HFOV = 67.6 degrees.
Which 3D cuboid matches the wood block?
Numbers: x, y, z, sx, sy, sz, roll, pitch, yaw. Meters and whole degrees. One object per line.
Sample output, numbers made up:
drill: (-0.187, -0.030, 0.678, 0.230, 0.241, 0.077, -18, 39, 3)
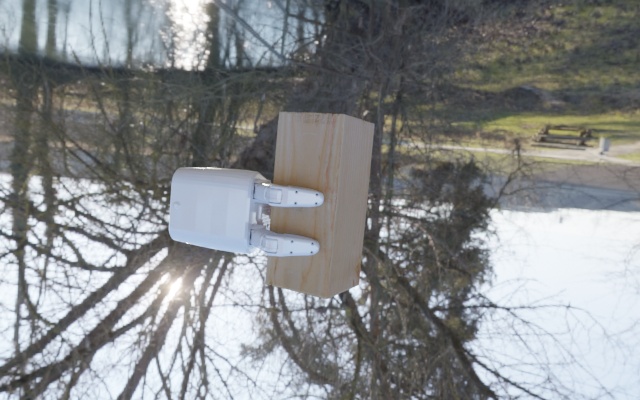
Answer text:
wood block: (0.000, 0.002, 0.583, 0.090, 0.206, 0.091, 8, 5, 28)
